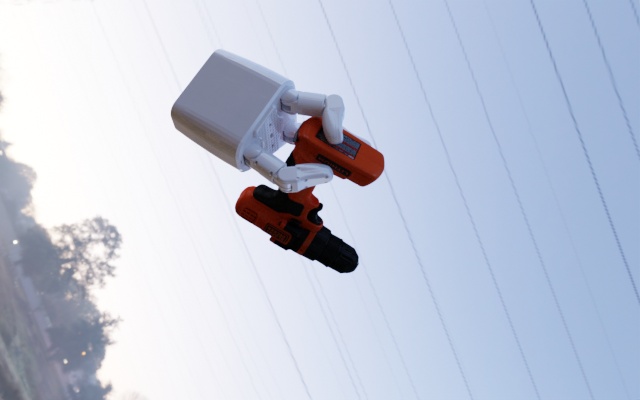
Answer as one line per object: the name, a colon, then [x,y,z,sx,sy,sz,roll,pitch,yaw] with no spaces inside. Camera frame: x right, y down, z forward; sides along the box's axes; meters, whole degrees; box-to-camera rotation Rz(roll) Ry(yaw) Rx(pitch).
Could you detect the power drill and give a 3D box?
power drill: [0.000,0.001,0.592,0.184,0.188,0.057,30,41,-7]
